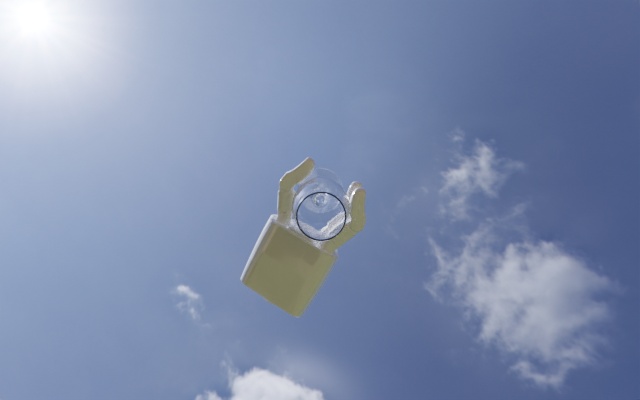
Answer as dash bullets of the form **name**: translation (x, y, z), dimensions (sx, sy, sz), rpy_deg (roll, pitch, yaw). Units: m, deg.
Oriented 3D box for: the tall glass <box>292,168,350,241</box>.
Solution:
- **tall glass**: translation (0.000, 0.002, 0.678), dimensions (0.079, 0.079, 0.201), rpy_deg (0, 10, 0)
